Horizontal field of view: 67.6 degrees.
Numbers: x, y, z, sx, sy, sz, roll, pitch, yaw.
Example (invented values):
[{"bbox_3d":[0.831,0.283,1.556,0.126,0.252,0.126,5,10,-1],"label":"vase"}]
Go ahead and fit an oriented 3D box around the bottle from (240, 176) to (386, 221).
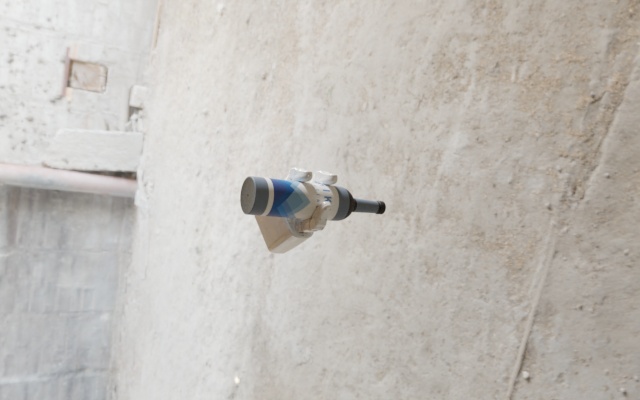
[{"bbox_3d":[0.000,0.003,0.889,0.296,0.069,0.069,5,-3,-32],"label":"bottle"}]
